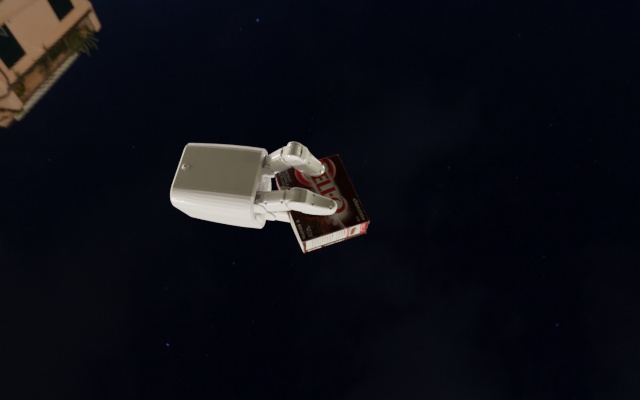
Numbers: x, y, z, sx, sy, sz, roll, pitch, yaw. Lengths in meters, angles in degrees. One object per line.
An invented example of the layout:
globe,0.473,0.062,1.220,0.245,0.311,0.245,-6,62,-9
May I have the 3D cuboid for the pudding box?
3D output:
pudding box,0.000,0.002,0.618,0.090,0.113,0.039,-17,-27,-10
